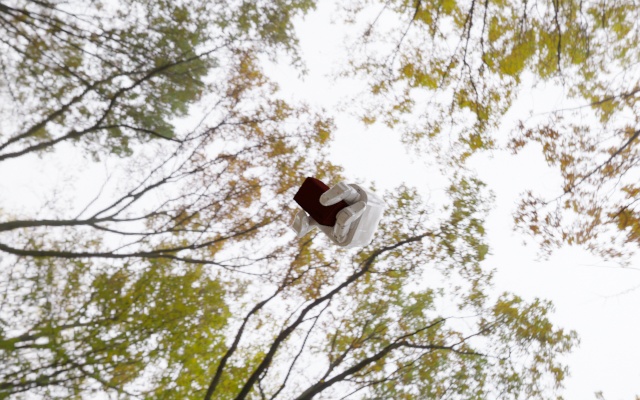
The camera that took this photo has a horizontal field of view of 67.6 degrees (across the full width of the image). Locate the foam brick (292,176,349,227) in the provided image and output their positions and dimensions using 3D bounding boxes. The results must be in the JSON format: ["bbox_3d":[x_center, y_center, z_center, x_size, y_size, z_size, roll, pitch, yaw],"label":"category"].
[{"bbox_3d":[0.000,0.003,0.851,0.078,0.053,0.051,43,14,25],"label":"foam brick"}]
